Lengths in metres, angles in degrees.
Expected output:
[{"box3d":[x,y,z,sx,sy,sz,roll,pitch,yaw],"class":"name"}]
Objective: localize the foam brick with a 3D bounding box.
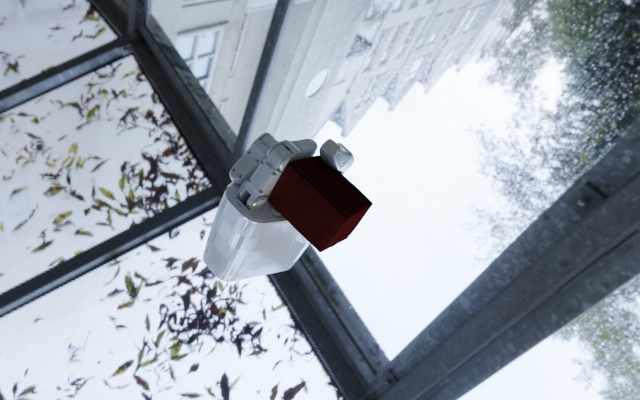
[{"box3d":[0.000,0.002,0.462,0.078,0.051,0.053,44,32,18],"class":"foam brick"}]
